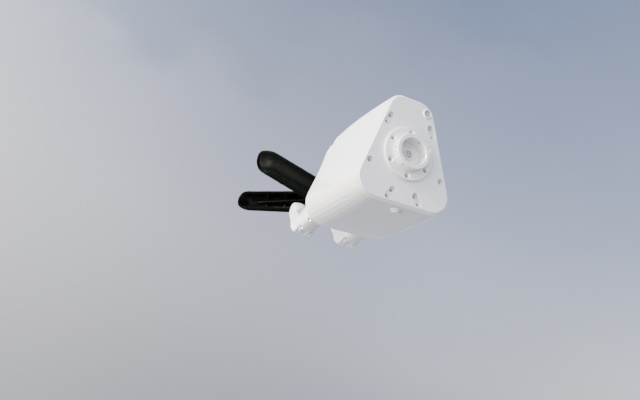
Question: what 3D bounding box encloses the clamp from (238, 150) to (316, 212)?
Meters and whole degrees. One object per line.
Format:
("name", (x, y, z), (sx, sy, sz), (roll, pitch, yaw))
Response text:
("clamp", (0.001, 0.001, 0.595), (0.210, 0.036, 0.164), (16, -20, -20))
